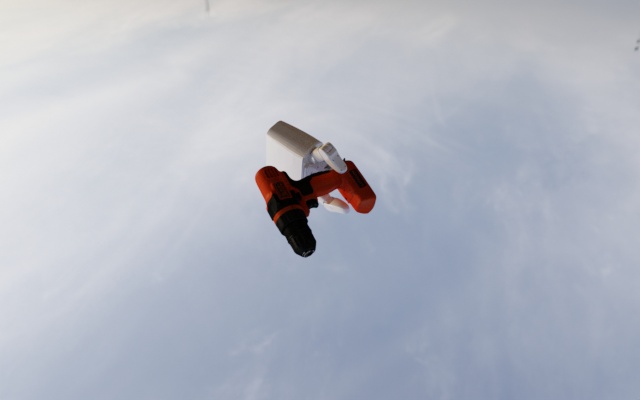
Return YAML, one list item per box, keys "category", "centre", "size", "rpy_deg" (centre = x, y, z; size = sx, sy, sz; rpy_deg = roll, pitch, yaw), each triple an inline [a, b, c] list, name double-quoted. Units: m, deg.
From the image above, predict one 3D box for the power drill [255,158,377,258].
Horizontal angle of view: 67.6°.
- category: "power drill"
  centre: [0.000, 0.002, 0.822]
  size: [0.187, 0.184, 0.057]
  rpy_deg: [-12, -33, -30]
